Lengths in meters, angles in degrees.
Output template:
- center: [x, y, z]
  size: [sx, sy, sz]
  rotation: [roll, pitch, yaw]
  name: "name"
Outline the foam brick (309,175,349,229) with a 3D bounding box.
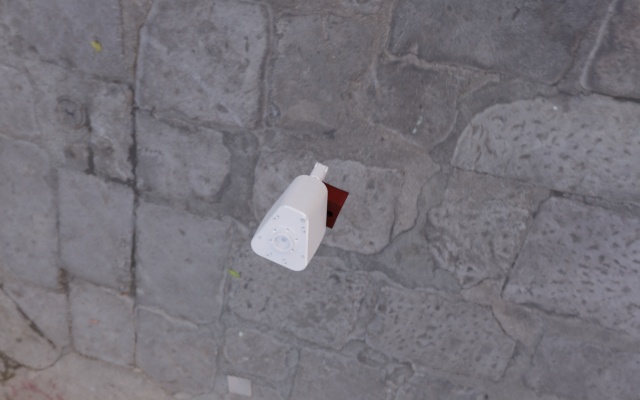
- center: [0.000, 0.003, 0.820]
  size: [0.078, 0.053, 0.051]
  rotation: [23, 33, 3]
  name: "foam brick"
